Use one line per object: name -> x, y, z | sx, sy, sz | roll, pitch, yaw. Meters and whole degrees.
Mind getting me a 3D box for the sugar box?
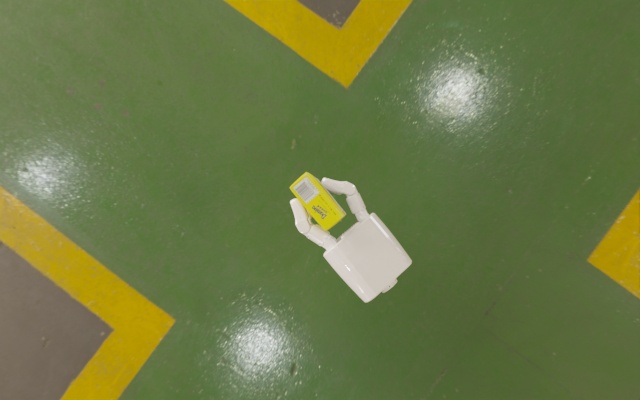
sugar box -> 0.000, 0.003, 0.830 | 0.048, 0.093, 0.176 | -39, -4, 0
